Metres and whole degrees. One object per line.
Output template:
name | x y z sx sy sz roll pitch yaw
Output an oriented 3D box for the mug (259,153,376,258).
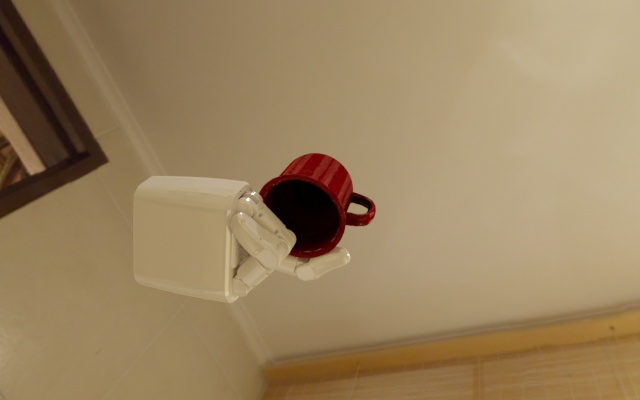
mug | 0.002 0.002 0.500 0.117 0.093 0.081 7 27 12
